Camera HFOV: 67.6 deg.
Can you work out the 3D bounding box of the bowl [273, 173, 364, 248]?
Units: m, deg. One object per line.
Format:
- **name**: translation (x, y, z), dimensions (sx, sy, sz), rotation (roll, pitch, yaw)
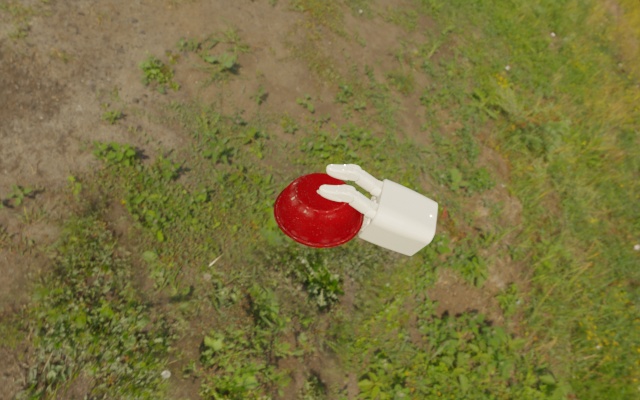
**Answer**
- **bowl**: translation (-0.001, 0.002, 0.830), dimensions (0.162, 0.162, 0.055), rotation (0, -42, -8)
